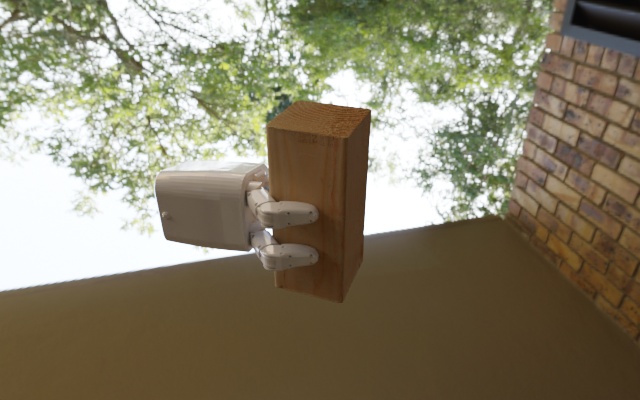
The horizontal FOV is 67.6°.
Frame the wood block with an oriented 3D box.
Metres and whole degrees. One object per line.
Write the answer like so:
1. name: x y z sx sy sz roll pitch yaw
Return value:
1. wood block: 0.000 0.002 0.548 0.090 0.206 0.090 10 32 17
